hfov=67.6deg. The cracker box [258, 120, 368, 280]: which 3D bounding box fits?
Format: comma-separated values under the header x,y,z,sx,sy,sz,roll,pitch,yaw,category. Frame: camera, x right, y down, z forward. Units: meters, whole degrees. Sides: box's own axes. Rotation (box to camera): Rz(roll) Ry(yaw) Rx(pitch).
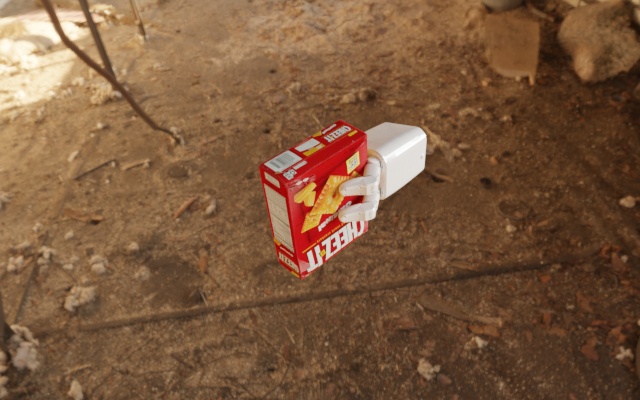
x,y,z,sx,sy,sz,roll,pitch,yaw,category
0.000,0.002,0.770,0.164,0.214,0.072,-33,48,-27,cracker box
